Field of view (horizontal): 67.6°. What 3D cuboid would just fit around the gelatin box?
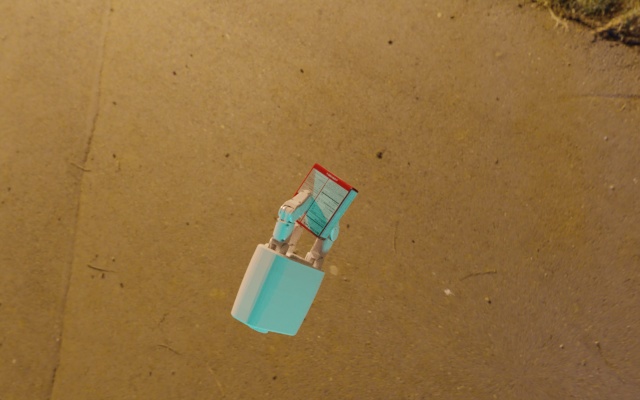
[{"bbox_3d":[0.000,0.002,0.695,0.073,0.089,0.030,36,5,27],"label":"gelatin box"}]
